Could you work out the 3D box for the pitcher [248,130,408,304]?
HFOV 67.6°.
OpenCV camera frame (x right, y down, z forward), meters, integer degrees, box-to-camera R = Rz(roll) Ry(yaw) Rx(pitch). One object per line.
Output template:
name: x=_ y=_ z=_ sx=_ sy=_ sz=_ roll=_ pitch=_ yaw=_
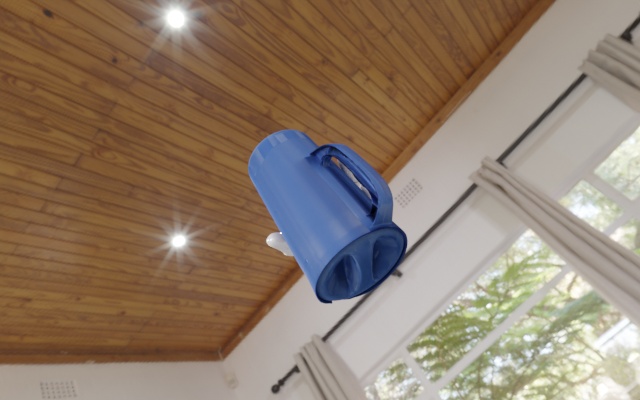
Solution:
pitcher: x=0.000 y=0.002 z=0.643 sx=0.149 sy=0.242 sz=0.145 roll=-38 pitch=-36 yaw=0
